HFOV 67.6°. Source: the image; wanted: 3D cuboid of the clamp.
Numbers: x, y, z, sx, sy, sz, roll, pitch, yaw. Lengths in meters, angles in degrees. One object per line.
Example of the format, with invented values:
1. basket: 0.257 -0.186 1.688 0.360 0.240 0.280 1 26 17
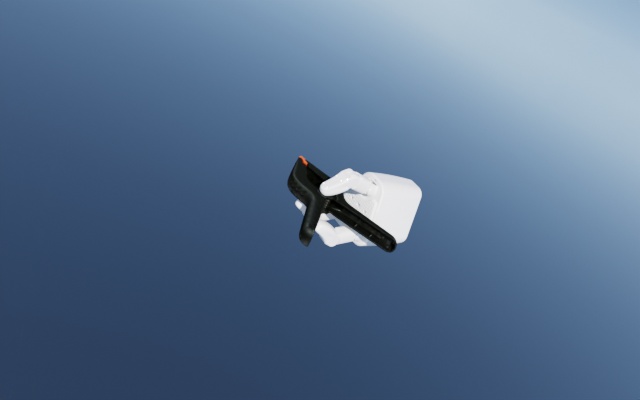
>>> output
1. clamp: 0.000 0.001 0.705 0.164 0.036 0.210 4 36 -42
